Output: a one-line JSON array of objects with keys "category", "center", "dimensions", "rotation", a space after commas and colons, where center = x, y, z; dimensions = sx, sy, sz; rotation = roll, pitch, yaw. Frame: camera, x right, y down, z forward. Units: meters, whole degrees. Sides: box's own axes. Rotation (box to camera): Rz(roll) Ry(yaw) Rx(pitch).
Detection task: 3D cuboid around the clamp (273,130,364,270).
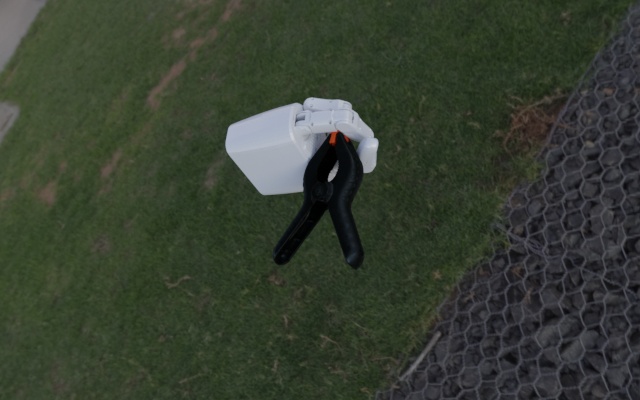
[{"category": "clamp", "center": [0.000, 0.001, 0.554], "dimensions": [0.120, 0.171, 0.039], "rotation": [-9, -30, 29]}]
